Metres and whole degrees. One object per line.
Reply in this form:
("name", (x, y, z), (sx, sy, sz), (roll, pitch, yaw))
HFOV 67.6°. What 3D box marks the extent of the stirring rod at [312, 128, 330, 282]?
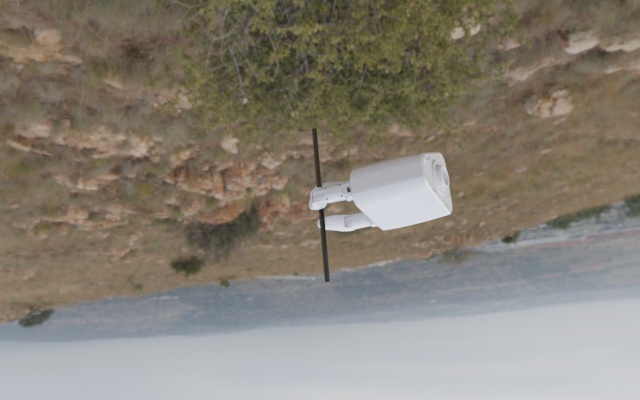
("stirring rod", (0.000, 0.002, 0.726), (0.011, 0.239, 0.011), (-5, -15, -1))
